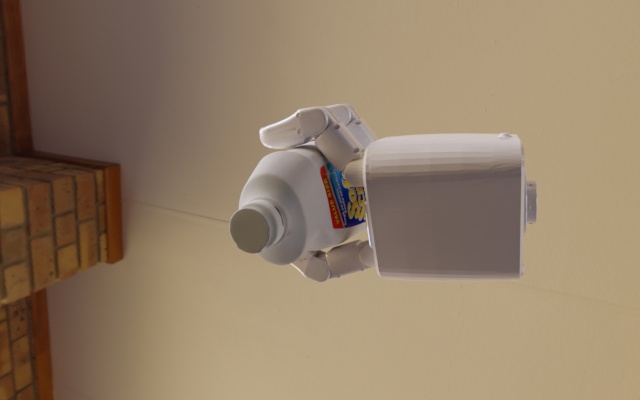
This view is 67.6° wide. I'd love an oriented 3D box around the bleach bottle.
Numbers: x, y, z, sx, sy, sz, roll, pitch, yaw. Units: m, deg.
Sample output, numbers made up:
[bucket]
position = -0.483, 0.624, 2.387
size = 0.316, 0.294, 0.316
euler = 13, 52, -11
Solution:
[bleach bottle]
position = 0.000, 0.001, 0.404
size = 0.068, 0.102, 0.250
euler = -1, 11, 20
